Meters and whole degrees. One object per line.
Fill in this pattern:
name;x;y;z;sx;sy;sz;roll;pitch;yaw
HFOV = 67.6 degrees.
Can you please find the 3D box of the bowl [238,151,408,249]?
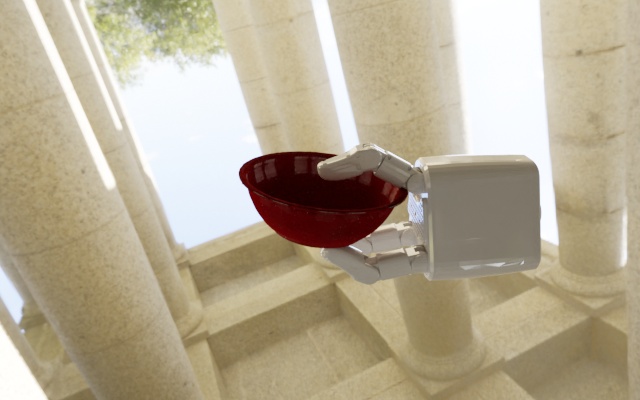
bowl;-0.001;0.002;0.465;0.162;0.055;0.162;6;22;-3
